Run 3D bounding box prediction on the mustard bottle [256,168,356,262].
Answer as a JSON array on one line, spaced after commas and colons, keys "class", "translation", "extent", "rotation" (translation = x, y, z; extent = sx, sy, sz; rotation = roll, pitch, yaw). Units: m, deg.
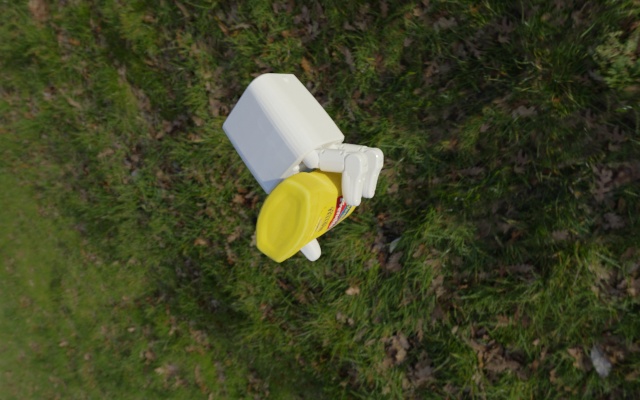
[{"class": "mustard bottle", "translation": [0.000, 0.002, 0.573], "extent": [0.058, 0.096, 0.191], "rotation": [31, 24, 16]}]
